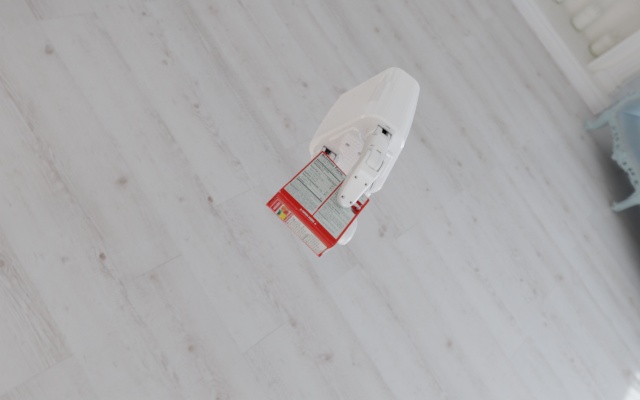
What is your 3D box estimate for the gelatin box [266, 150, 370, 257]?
[{"bbox_3d":[0.000,0.002,0.476,0.030,0.073,0.089,-43,3,44],"label":"gelatin box"}]
